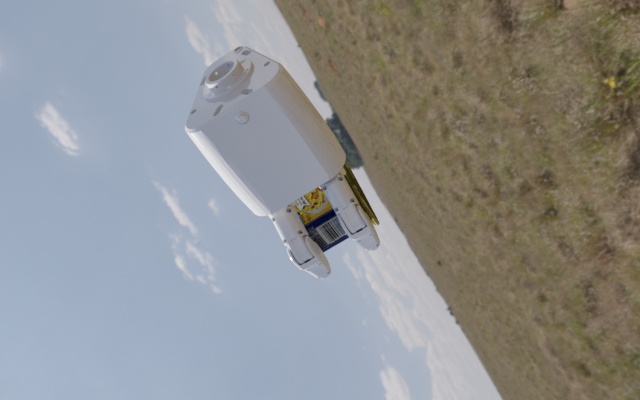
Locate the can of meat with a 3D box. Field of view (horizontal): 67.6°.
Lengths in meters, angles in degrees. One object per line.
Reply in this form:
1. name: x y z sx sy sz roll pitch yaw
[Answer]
1. can of meat: 0.000 0.002 0.484 0.084 0.102 0.057 -31 -47 7
